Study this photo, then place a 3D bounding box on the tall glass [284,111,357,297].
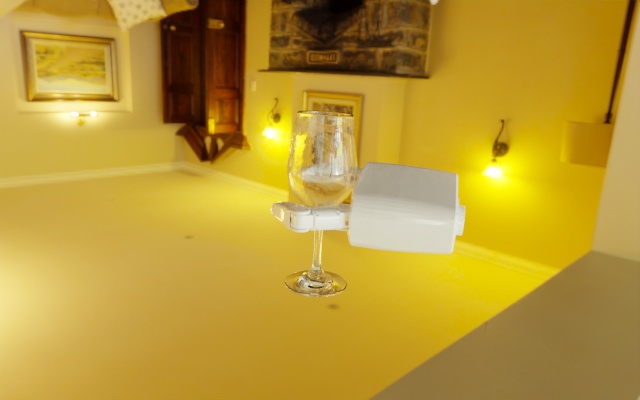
[{"bbox_3d":[0.000,0.002,0.541,0.079,0.201,0.079,3,14,-1],"label":"tall glass"}]
